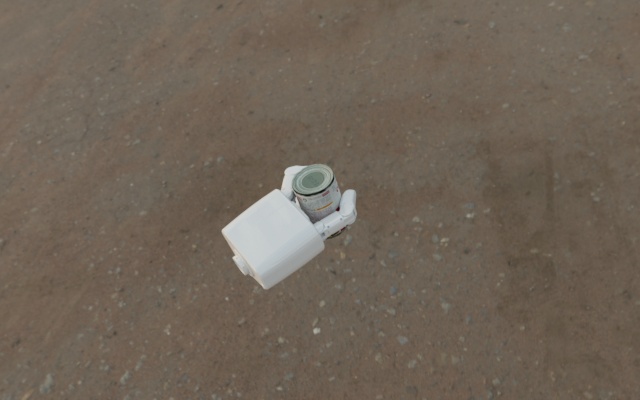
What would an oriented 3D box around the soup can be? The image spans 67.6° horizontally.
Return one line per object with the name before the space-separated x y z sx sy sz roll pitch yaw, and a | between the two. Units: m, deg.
soup can | 0.001 0.002 0.740 0.068 0.068 0.102 0 -44 20
